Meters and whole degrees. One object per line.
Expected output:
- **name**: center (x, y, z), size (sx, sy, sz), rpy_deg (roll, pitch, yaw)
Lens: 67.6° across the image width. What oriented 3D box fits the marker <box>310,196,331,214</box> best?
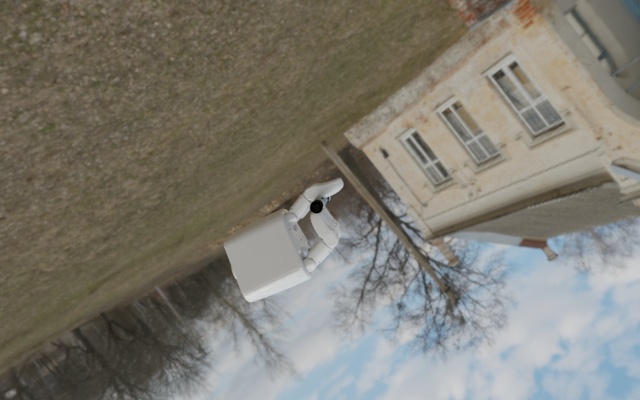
- **marker**: center (0.000, 0.002, 0.720), size (0.020, 0.020, 0.121), rpy_deg (0, 7, 7)
